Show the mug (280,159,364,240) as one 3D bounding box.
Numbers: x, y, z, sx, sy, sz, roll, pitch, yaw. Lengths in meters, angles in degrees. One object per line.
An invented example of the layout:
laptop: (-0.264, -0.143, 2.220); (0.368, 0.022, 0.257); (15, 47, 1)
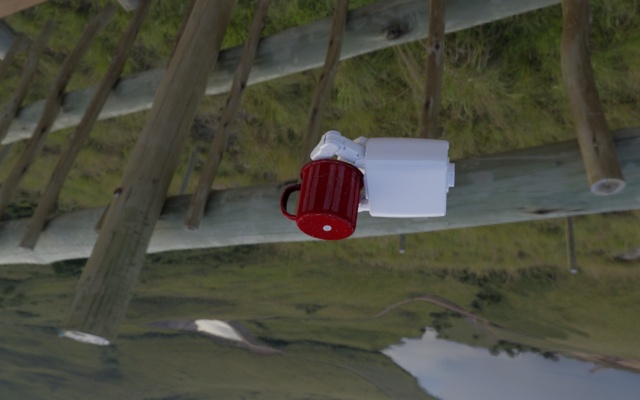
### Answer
mug: (-0.001, 0.002, 0.656); (0.117, 0.081, 0.093); (1, -30, 15)
